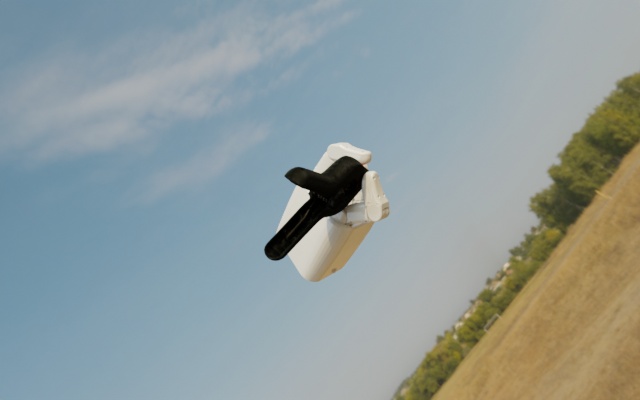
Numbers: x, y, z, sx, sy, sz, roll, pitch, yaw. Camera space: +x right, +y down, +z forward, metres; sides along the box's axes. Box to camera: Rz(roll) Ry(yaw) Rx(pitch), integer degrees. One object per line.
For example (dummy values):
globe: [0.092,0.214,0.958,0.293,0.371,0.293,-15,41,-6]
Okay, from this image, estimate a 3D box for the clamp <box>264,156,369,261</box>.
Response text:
clamp: [0.000,0.001,0.551,0.039,0.120,0.171,42,33,20]
